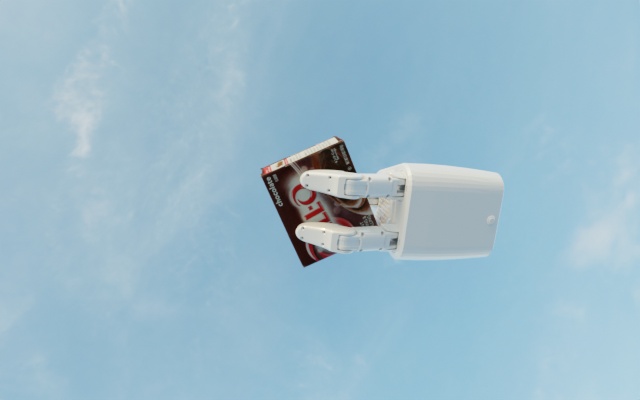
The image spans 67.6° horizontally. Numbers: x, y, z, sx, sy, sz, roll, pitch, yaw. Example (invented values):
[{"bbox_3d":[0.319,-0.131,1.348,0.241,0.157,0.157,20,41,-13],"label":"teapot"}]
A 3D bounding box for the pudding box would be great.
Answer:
[{"bbox_3d":[0.000,0.002,0.497,0.090,0.113,0.039,-24,17,-2],"label":"pudding box"}]
